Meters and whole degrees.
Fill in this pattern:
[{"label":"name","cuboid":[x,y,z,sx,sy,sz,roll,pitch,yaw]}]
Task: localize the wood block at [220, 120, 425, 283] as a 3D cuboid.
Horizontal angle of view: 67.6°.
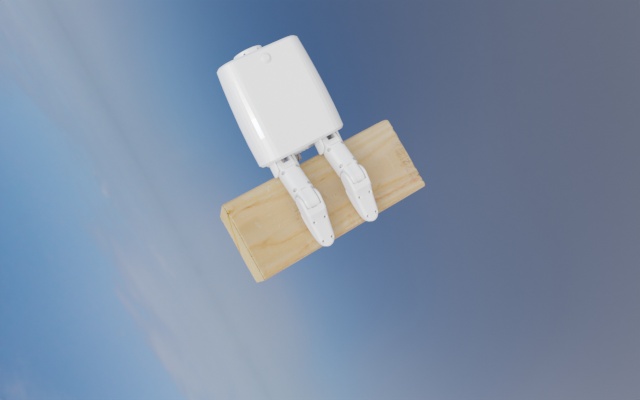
[{"label":"wood block","cuboid":[0.000,0.002,0.544,0.206,0.090,0.091,-29,-2,-16]}]
